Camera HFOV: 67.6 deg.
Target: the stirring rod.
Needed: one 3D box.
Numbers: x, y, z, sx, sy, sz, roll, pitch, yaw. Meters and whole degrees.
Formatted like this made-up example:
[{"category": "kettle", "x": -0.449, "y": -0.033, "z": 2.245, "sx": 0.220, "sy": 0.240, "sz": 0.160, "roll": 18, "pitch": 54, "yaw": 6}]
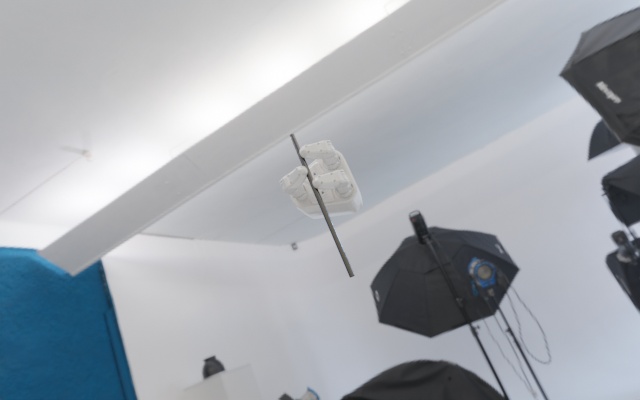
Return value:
[{"category": "stirring rod", "x": 0.000, "y": 0.002, "z": 0.712, "sx": 0.011, "sy": 0.239, "sz": 0.011, "roll": -21, "pitch": -18, "yaw": -7}]
